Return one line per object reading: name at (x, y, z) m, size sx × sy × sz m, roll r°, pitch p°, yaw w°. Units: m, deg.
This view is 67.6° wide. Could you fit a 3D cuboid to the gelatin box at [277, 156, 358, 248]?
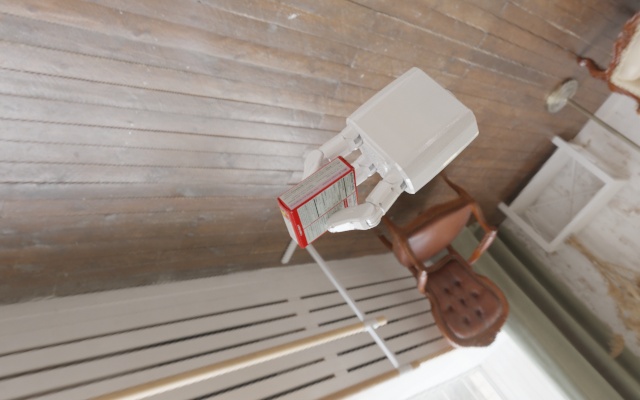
gelatin box at (0.000, 0.002, 0.535) m, size 0.089 × 0.073 × 0.030 m, roll -36°, pitch 56°, yaw -16°
